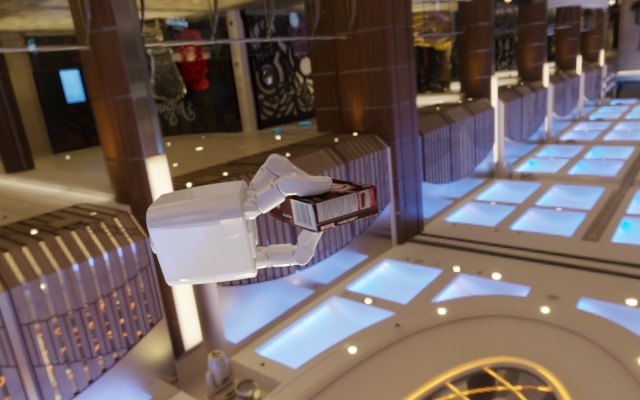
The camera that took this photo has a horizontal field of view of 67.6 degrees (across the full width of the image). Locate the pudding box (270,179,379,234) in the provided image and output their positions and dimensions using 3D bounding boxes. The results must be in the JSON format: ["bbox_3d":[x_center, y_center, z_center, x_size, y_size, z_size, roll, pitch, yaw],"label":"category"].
[{"bbox_3d":[0.000,0.002,0.574,0.090,0.039,0.113,-17,18,-30],"label":"pudding box"}]
